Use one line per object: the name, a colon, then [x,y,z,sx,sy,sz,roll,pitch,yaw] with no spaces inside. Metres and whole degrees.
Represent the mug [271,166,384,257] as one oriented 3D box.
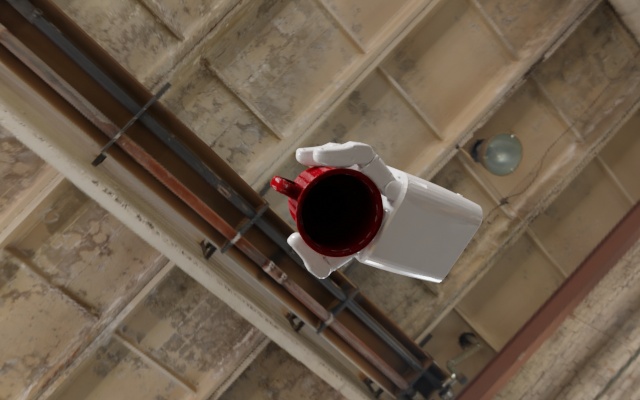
mug: [-0.001,0.001,0.517,0.117,0.093,0.081,21,5,-17]
